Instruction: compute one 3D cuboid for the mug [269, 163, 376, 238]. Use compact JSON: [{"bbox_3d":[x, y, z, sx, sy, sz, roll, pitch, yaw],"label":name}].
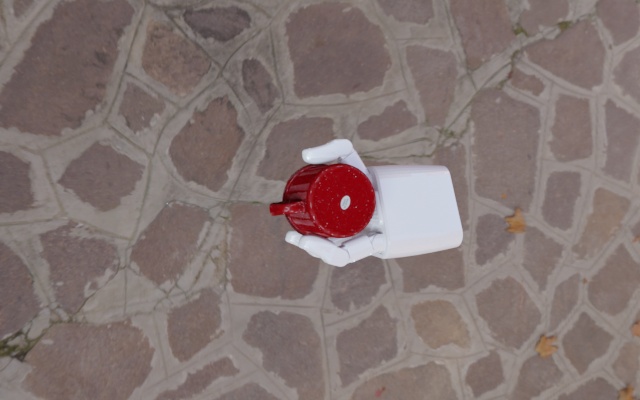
[{"bbox_3d":[-0.001,0.002,0.543,0.117,0.093,0.081,-6,2,-20],"label":"mug"}]
